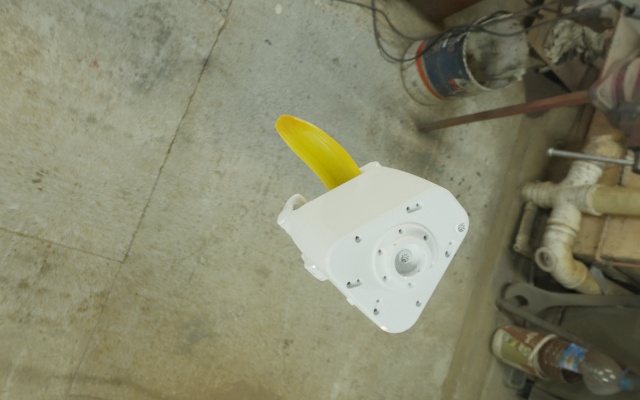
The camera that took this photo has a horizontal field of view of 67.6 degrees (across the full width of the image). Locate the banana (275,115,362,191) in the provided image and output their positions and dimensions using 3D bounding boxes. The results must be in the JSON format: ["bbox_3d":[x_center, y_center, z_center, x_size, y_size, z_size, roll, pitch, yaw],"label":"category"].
[{"bbox_3d":[0.019,-0.001,0.487,0.069,0.198,0.037,-19,19,4],"label":"banana"}]
